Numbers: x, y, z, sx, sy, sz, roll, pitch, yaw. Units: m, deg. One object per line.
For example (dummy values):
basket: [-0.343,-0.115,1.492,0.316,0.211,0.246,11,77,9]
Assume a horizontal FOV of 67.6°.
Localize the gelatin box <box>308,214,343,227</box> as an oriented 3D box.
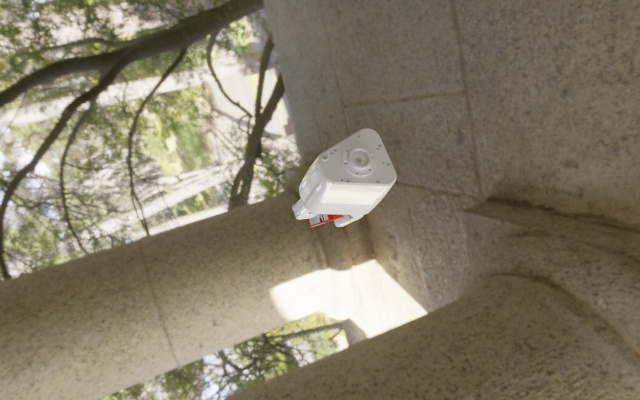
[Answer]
gelatin box: [0.000,0.003,0.819,0.030,0.073,0.089,-15,-3,-25]
